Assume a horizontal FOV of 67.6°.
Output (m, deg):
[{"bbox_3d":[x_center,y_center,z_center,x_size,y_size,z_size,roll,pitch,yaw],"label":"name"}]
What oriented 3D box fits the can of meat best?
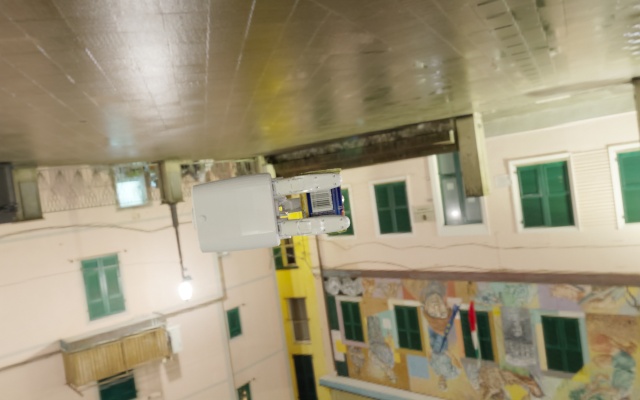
[{"bbox_3d":[0.000,0.002,0.662,0.057,0.084,0.102,-7,1,-7],"label":"can of meat"}]
